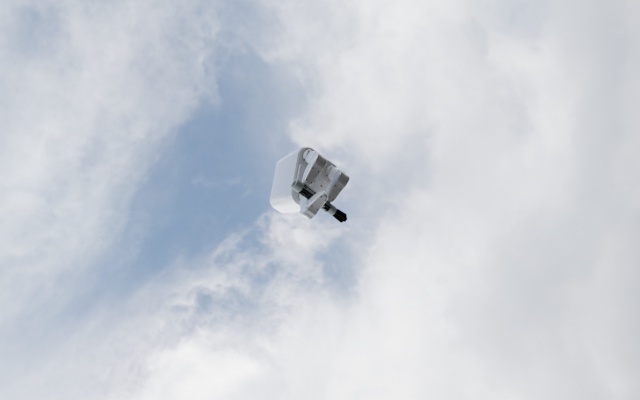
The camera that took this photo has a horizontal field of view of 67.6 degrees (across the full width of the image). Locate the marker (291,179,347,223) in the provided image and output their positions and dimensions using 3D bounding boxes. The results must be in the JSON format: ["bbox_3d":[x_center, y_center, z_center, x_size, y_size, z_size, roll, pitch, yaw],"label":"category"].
[{"bbox_3d":[0.000,0.003,0.840,0.121,0.020,0.020,35,-15,-23],"label":"marker"}]
